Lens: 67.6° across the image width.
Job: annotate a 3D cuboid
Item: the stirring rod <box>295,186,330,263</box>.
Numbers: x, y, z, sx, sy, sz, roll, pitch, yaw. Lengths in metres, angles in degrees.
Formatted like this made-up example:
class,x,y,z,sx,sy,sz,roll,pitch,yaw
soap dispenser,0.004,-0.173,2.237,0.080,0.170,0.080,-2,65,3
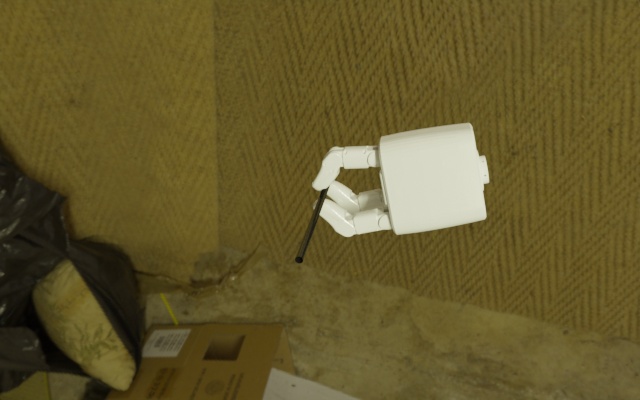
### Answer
class,x,y,z,sx,sy,sz,roll,pitch,yaw
stirring rod,0.000,0.002,0.566,0.011,0.011,0.239,0,28,11
